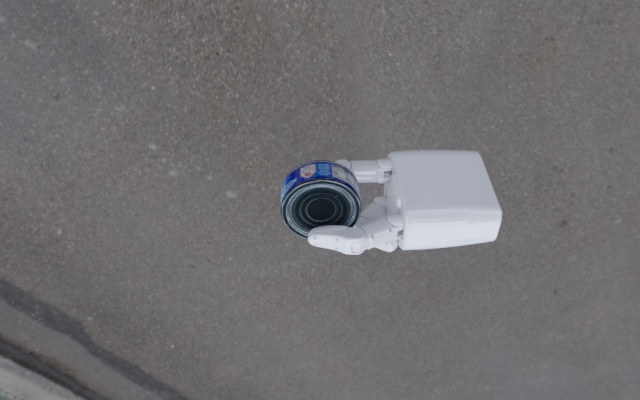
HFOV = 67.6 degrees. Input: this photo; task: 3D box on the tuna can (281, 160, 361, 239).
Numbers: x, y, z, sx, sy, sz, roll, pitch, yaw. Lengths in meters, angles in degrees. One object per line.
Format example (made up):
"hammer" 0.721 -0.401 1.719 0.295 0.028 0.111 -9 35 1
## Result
"tuna can" 0.000 0.002 0.506 0.086 0.086 0.033 0 39 -3
